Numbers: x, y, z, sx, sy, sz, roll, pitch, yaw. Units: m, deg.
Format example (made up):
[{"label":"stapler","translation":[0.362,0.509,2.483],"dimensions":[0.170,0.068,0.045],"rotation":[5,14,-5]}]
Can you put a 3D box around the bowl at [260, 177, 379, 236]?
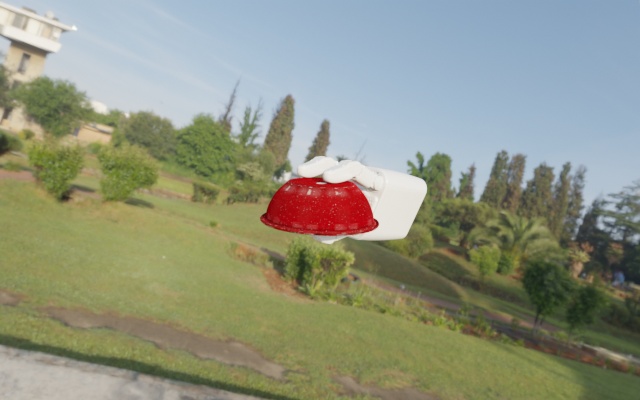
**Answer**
[{"label":"bowl","translation":[-0.001,0.002,0.643],"dimensions":[0.162,0.055,0.162],"rotation":[3,11,0]}]
